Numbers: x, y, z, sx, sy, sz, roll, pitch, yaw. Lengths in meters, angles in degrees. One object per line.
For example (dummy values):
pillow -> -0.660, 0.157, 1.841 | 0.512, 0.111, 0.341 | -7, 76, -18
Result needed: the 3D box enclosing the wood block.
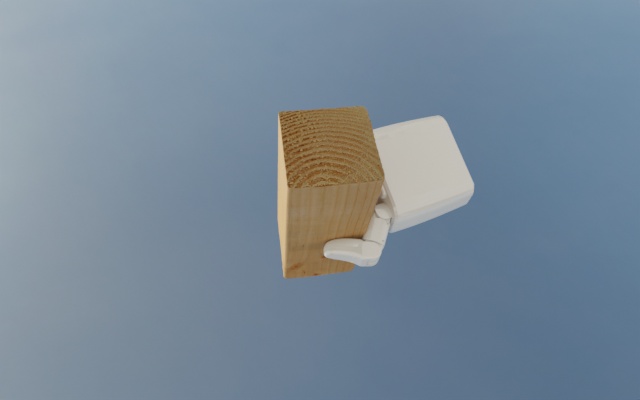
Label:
wood block -> 0.001, 0.002, 0.526 | 0.090, 0.090, 0.206 | -5, -31, -8
